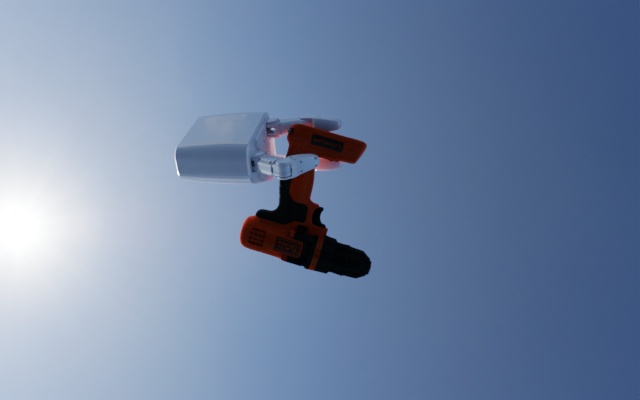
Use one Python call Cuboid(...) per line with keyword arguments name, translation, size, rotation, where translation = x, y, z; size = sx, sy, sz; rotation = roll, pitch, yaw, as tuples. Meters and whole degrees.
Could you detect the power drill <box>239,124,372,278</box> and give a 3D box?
Cuboid(name="power drill", translation=(0.000, 0.002, 0.644), size=(0.184, 0.187, 0.057), rotation=(17, 4, -4))
